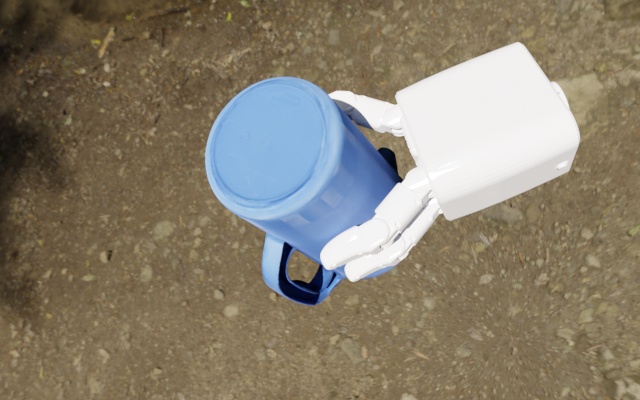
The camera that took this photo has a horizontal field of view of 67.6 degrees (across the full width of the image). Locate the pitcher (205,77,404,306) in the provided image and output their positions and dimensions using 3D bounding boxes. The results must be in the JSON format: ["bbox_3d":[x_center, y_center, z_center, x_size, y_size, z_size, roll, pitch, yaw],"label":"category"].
[{"bbox_3d":[0.000,0.001,0.435,0.145,0.149,0.243,-21,-22,15],"label":"pitcher"}]
